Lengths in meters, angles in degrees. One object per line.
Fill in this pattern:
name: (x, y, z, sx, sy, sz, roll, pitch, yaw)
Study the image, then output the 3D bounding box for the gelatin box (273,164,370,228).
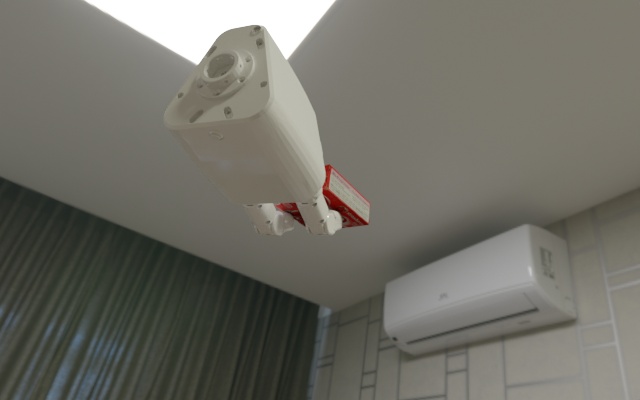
gelatin box: (0.000, 0.001, 0.502, 0.073, 0.030, 0.089, -10, -31, 32)
